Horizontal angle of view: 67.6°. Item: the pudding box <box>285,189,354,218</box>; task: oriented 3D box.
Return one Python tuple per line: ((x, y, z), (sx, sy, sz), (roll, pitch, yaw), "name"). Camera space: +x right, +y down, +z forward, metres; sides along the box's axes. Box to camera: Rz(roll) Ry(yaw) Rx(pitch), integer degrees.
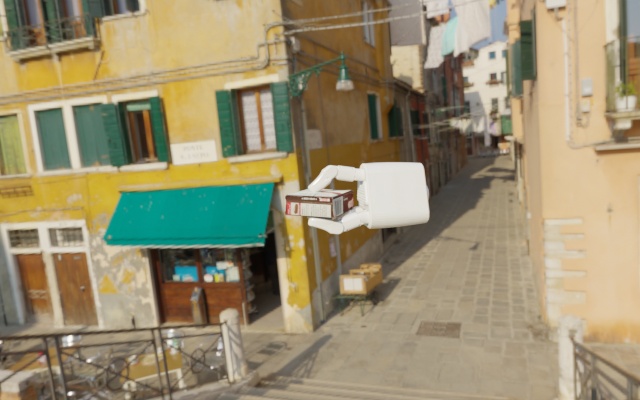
((0.000, 0.003, 0.840), (0.090, 0.039, 0.113), (2, 7, 21), "pudding box")
